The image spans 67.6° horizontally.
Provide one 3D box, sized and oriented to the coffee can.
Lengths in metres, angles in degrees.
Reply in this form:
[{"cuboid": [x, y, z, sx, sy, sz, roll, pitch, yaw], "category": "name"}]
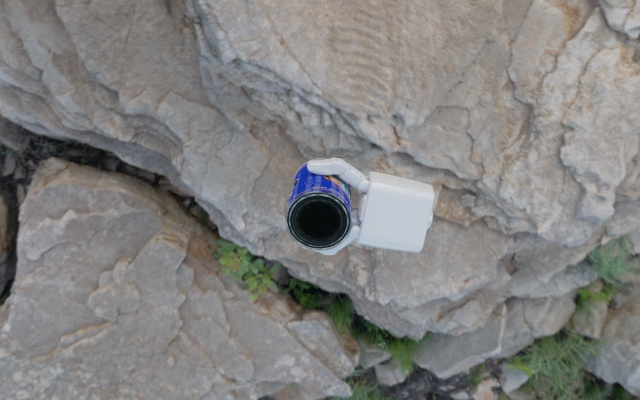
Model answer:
[{"cuboid": [0.000, 0.002, 0.782, 0.103, 0.103, 0.140, 0, 26, 3], "category": "coffee can"}]
